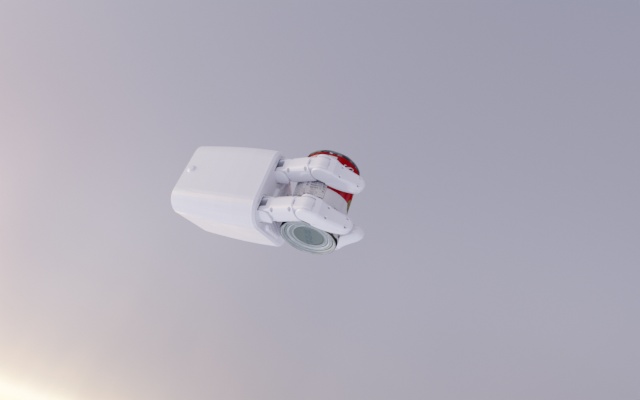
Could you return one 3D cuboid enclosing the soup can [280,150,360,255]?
[{"bbox_3d":[0.000,0.002,0.546,0.068,0.102,0.069,14,-34,9],"label":"soup can"}]
